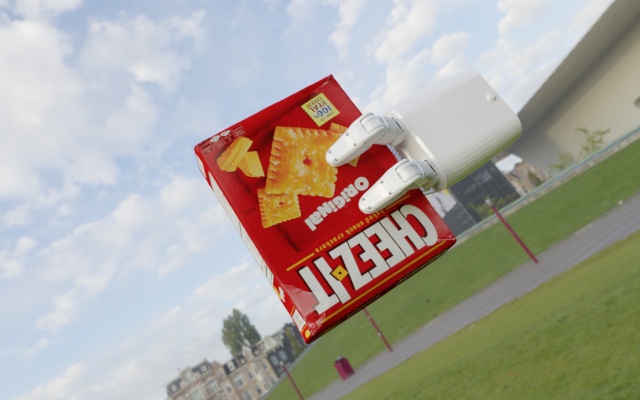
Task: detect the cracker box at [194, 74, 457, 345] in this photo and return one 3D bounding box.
[{"bbox_3d":[0.000,0.001,0.469,0.164,0.213,0.072,-30,-16,-15],"label":"cracker box"}]
